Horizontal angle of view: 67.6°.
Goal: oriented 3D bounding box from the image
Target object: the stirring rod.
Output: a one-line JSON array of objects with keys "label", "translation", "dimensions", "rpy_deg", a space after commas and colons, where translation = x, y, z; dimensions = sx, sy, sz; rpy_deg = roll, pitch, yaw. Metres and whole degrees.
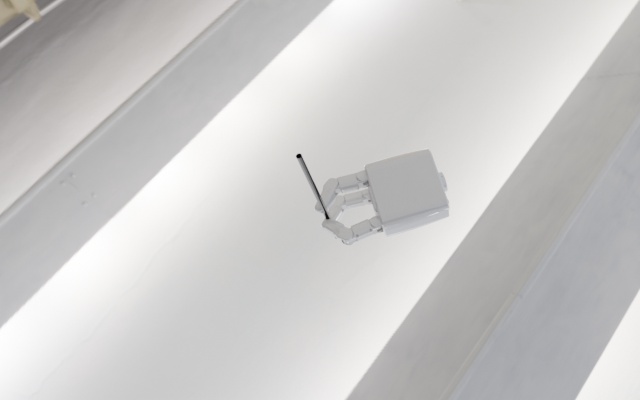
[{"label": "stirring rod", "translation": [0.000, 0.002, 0.716], "dimensions": [0.011, 0.011, 0.240], "rpy_deg": [0, -30, 16]}]
